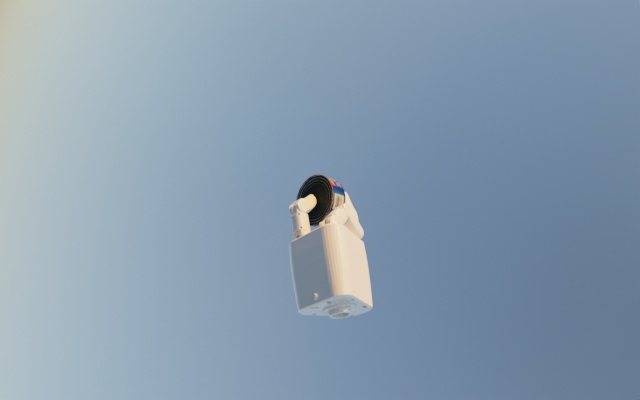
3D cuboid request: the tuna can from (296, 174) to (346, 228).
[{"bbox_3d":[0.001,0.003,0.785,0.034,0.086,0.086,17,-12,-43],"label":"tuna can"}]
